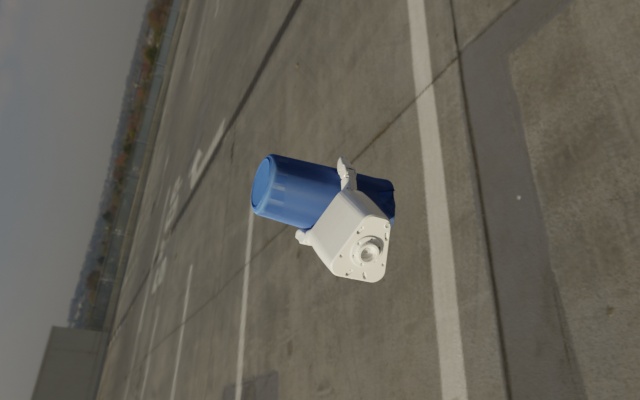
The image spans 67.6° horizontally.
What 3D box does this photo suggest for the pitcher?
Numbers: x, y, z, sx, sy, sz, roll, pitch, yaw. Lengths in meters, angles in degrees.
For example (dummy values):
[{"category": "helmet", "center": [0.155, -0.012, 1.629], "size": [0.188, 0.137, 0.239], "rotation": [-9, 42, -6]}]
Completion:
[{"category": "pitcher", "center": [0.000, 0.003, 0.865], "size": [0.243, 0.149, 0.145], "rotation": [15, 17, -23]}]
